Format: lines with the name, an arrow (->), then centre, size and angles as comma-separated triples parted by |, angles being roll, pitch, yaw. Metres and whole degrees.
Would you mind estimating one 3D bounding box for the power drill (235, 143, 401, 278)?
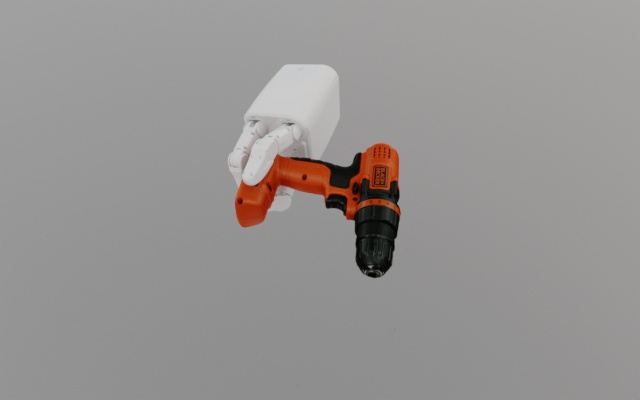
power drill -> 0.000, 0.002, 0.562 | 0.187, 0.184, 0.057 | 6, -41, 5
